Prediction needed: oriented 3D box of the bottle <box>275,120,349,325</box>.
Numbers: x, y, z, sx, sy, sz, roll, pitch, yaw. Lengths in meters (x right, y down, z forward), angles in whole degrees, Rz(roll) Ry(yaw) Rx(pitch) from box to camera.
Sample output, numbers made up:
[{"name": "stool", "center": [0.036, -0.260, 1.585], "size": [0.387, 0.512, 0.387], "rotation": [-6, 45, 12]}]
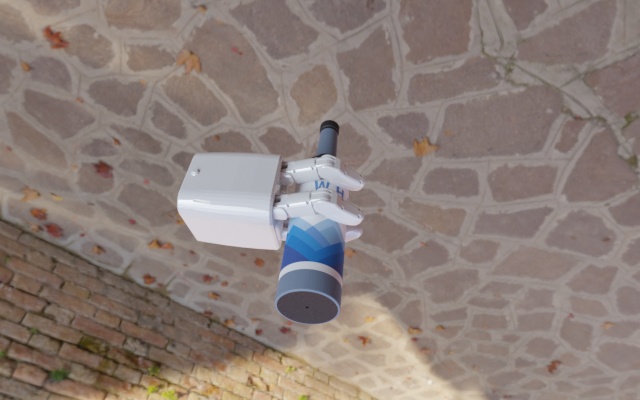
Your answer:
[{"name": "bottle", "center": [0.000, 0.002, 0.578], "size": [0.069, 0.295, 0.069], "rotation": [4, -43, 4]}]
